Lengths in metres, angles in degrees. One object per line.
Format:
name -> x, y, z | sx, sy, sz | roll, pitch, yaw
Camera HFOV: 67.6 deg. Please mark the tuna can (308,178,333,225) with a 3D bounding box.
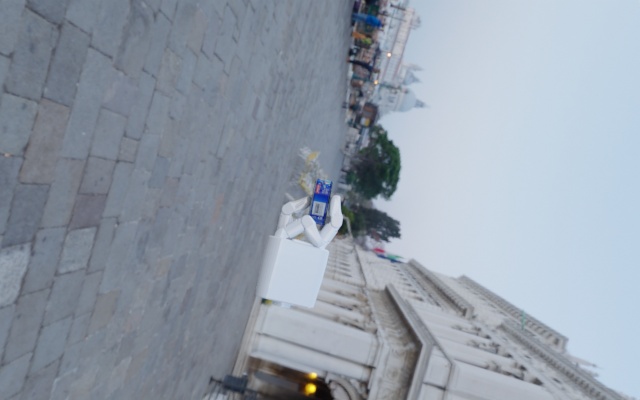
tuna can -> 0.001, 0.003, 0.891 | 0.034, 0.086, 0.086 | 11, 0, 1
